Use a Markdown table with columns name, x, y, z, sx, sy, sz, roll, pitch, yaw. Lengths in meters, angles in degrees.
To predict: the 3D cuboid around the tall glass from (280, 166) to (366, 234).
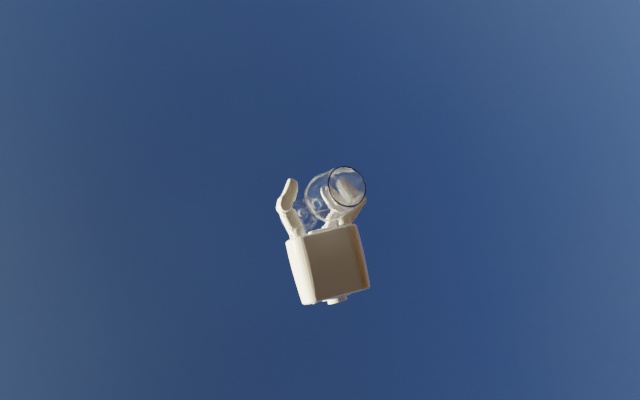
| name | x | y | z | sx | sy | sz | roll | pitch | yaw |
| --- | --- | --- | --- | --- | --- | --- | --- | --- | --- |
| tall glass | 0.000 | 0.003 | 0.775 | 0.079 | 0.079 | 0.201 | 0 | -14 | -23 |
